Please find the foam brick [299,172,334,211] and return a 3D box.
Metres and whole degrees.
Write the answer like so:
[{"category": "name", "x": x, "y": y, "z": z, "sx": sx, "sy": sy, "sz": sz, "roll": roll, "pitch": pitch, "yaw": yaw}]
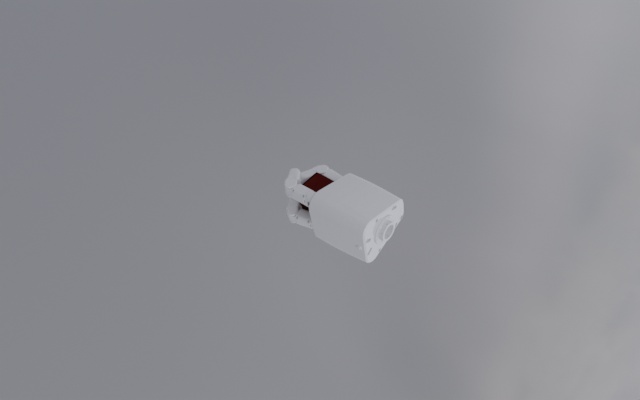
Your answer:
[{"category": "foam brick", "x": 0.000, "y": 0.003, "z": 0.811, "sx": 0.051, "sy": 0.078, "sz": 0.053, "roll": 30, "pitch": 60, "yaw": 33}]
